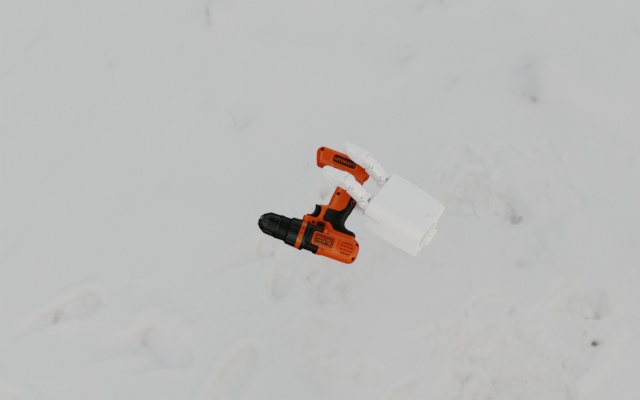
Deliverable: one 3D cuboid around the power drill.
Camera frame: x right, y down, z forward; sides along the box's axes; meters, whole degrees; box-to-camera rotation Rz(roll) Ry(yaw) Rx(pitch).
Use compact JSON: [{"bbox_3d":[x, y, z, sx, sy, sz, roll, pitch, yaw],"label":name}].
[{"bbox_3d":[0.001,0.002,0.855,0.184,0.187,0.057,20,-11,-4],"label":"power drill"}]
